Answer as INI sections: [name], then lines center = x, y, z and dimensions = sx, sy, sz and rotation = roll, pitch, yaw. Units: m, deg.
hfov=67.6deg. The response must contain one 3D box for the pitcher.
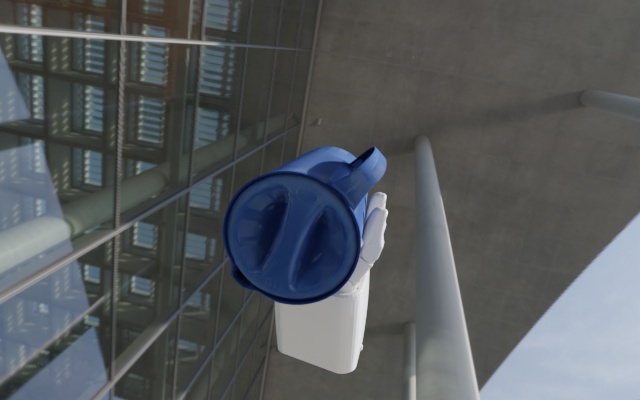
[pitcher]
center = 0.000, 0.002, 0.550
dimensions = 0.149, 0.145, 0.242
rotation = 5, 16, 10
